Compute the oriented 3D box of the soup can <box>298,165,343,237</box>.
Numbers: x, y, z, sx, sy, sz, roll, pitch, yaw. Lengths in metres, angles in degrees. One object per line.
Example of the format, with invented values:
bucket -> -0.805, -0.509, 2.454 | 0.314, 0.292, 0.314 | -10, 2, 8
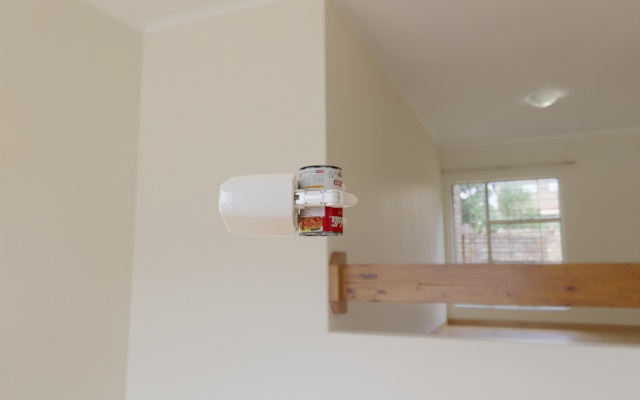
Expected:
soup can -> 0.001, 0.002, 0.726 | 0.068, 0.102, 0.068 | 0, -7, 0
